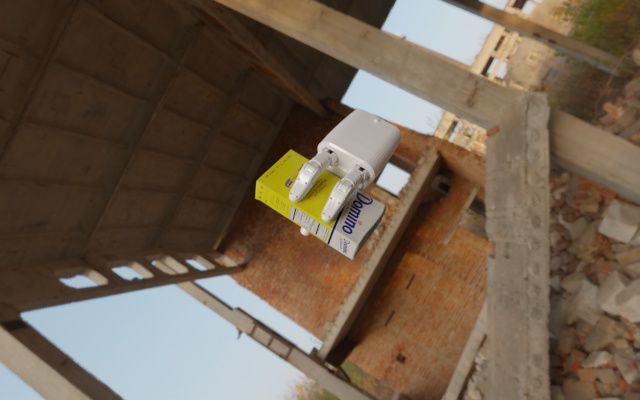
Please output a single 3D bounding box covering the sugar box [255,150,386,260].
[{"bbox_3d":[0.000,0.002,0.709,0.176,0.048,0.093,29,51,14],"label":"sugar box"}]
